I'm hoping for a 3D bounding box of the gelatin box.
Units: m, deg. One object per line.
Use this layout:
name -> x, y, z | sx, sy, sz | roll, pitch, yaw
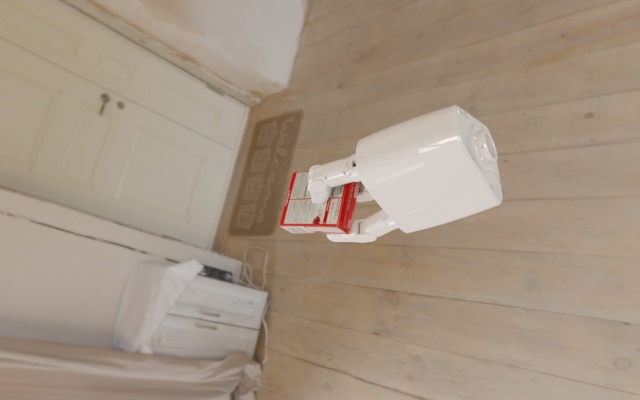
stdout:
gelatin box -> 0.000, 0.002, 0.571 | 0.089, 0.073, 0.030 | -2, -24, 35
